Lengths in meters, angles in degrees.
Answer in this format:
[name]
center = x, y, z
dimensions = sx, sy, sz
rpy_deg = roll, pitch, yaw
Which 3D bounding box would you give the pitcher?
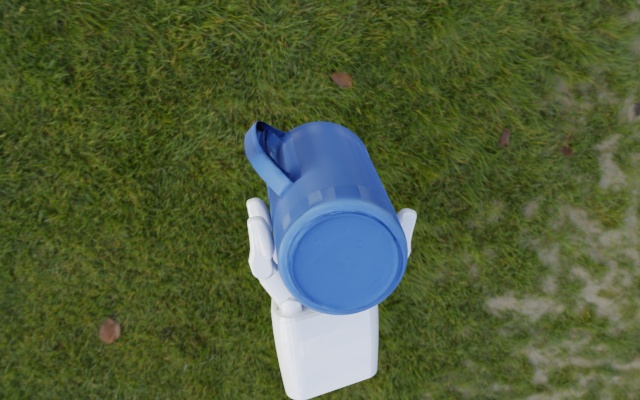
[pitcher]
center = 0.000, 0.002, 0.490
dimensions = 0.149, 0.145, 0.242
rpy_deg = -5, 21, -4
